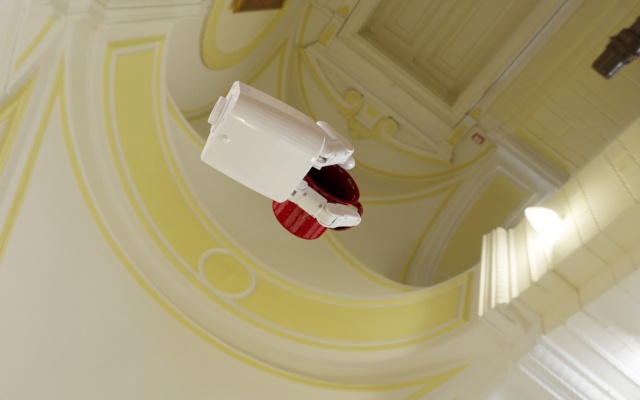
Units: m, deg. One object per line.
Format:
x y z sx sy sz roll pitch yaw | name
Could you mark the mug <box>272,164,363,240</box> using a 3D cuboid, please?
0.001 0.003 0.626 0.117 0.081 0.093 28 31 -20 | mug
